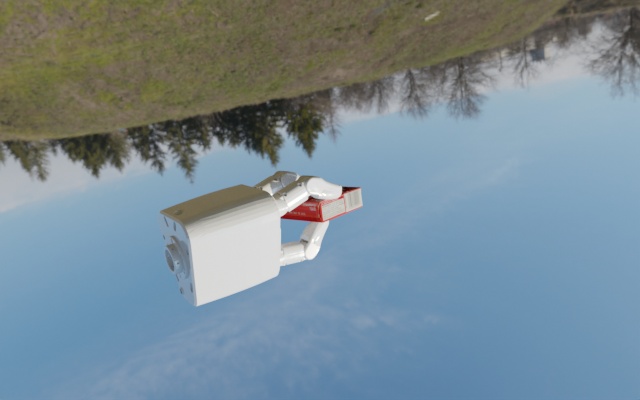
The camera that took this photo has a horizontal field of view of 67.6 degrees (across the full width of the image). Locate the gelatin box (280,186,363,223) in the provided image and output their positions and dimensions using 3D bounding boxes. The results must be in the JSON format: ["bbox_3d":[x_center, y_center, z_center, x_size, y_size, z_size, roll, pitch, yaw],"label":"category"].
[{"bbox_3d":[0.000,0.002,0.627,0.073,0.030,0.089,5,16,41],"label":"gelatin box"}]
